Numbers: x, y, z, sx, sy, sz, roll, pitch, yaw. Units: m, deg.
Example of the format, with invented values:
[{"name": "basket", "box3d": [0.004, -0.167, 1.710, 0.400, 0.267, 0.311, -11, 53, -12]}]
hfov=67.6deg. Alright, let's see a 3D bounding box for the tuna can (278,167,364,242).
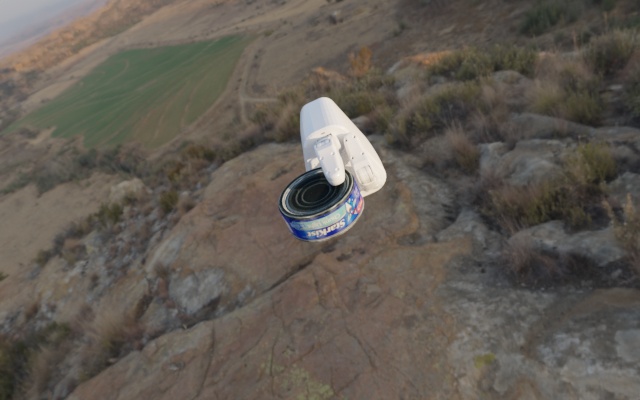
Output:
[{"name": "tuna can", "box3d": [0.000, 0.001, 0.499, 0.086, 0.034, 0.086, -16, 36, 12]}]
